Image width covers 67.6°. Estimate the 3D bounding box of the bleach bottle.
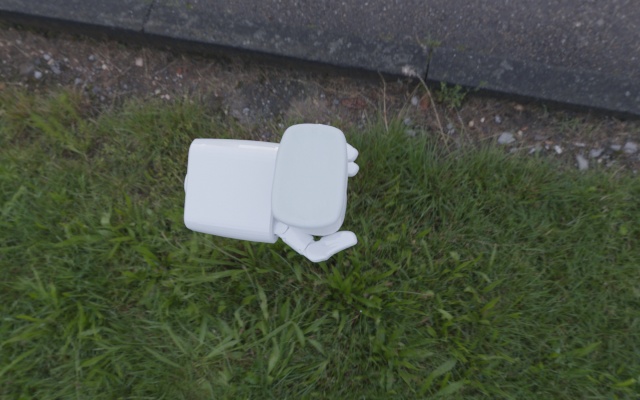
[{"bbox_3d":[0.000,0.002,0.551,0.068,0.102,0.251,5,-12,6],"label":"bleach bottle"}]
